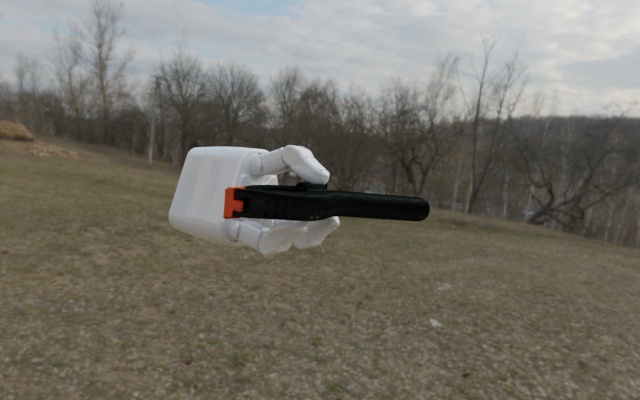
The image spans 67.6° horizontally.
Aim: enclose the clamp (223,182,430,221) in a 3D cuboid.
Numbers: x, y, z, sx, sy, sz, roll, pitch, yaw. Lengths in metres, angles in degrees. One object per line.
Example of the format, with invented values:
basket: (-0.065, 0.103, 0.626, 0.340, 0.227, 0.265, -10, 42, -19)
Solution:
clamp: (0.000, 0.001, 0.482, 0.164, 0.036, 0.210, 9, 7, 38)
